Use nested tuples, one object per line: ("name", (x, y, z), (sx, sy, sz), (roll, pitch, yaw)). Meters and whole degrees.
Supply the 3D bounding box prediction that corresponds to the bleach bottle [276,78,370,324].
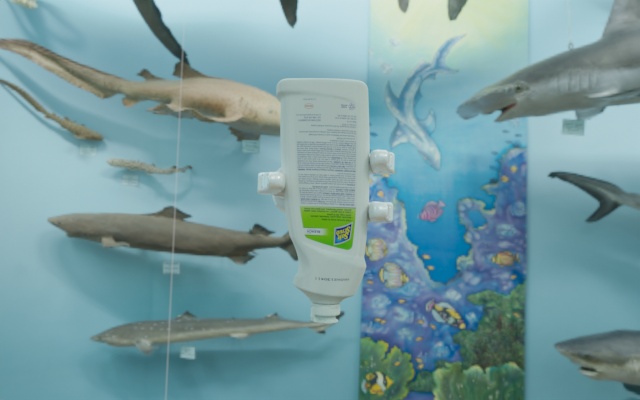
("bleach bottle", (0.000, 0.002, 0.510), (0.102, 0.251, 0.068), (2, -3, 4))
